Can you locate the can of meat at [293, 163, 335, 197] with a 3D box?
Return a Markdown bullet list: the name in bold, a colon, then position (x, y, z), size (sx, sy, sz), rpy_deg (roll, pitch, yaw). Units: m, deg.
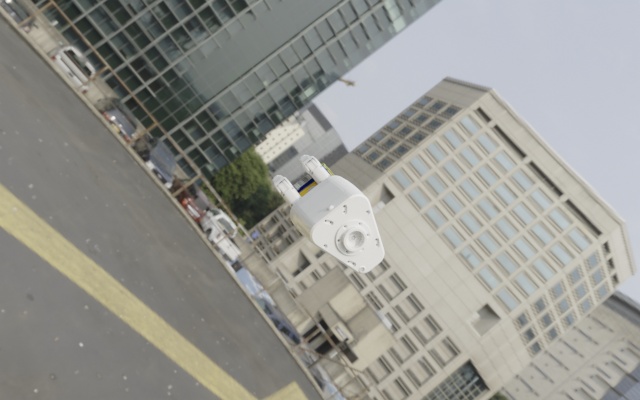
- **can of meat**: position (0.000, 0.002, 0.770), size (0.084, 0.102, 0.057), rpy_deg (-38, 18, -4)
